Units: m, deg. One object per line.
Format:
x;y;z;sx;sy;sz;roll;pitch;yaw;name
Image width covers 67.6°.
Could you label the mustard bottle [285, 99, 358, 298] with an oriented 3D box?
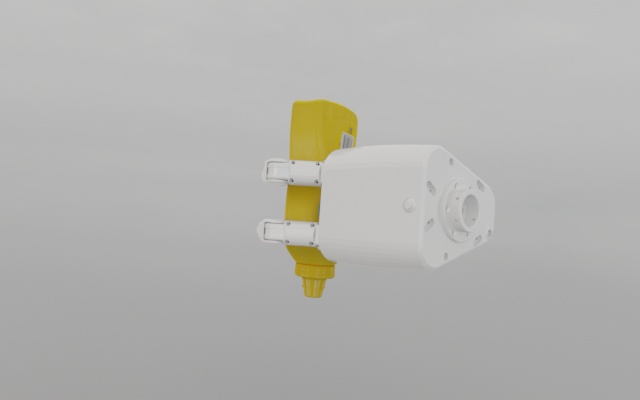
0.000;0.001;0.485;0.058;0.191;0.096;3;-3;23;mustard bottle
